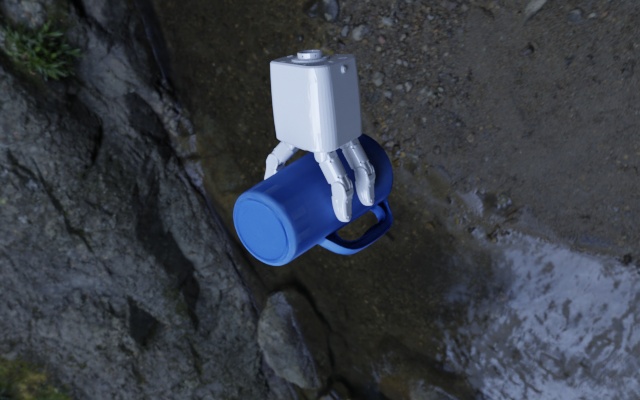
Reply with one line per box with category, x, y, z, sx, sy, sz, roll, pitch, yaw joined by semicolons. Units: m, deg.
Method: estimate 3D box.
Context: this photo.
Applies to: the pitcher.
pitcher;0.000;0.002;0.695;0.149;0.145;0.242;16;32;33
